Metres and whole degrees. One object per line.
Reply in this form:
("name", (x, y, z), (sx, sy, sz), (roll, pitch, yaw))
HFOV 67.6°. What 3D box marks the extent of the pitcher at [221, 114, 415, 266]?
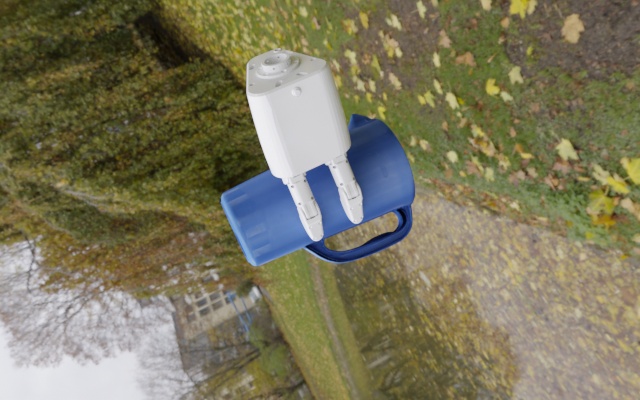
("pitcher", (0.000, 0.002, 0.649), (0.243, 0.145, 0.149), (-25, 42, -10))
